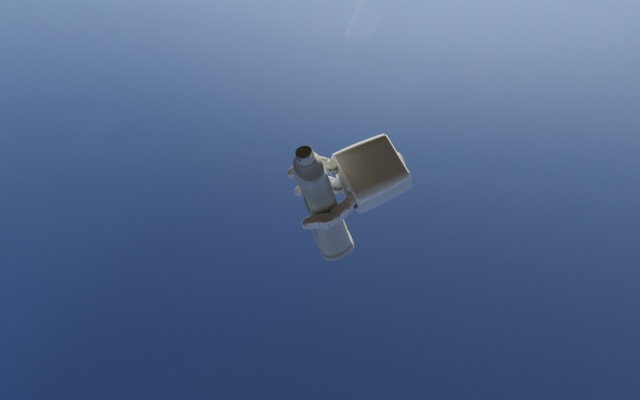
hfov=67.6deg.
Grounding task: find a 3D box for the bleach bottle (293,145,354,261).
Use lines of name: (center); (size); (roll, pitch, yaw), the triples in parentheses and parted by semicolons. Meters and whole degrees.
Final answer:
bleach bottle: (0.000, 0.003, 0.858); (0.068, 0.102, 0.251); (-24, -39, -5)
